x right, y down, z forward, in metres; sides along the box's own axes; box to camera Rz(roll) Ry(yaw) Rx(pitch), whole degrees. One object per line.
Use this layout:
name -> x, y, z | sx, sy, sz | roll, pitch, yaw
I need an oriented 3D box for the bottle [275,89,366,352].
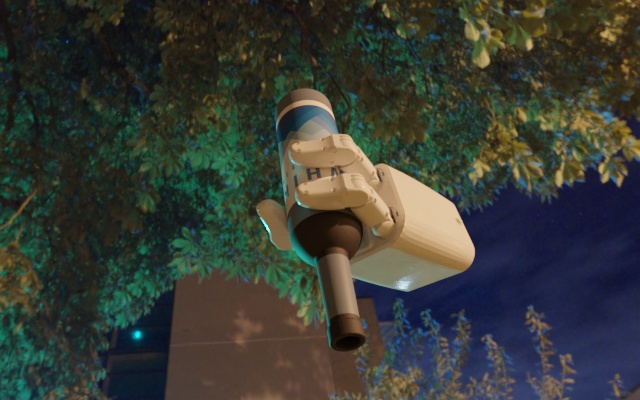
bottle -> 0.000, 0.001, 0.453 | 0.069, 0.069, 0.295 | -6, 45, -6
